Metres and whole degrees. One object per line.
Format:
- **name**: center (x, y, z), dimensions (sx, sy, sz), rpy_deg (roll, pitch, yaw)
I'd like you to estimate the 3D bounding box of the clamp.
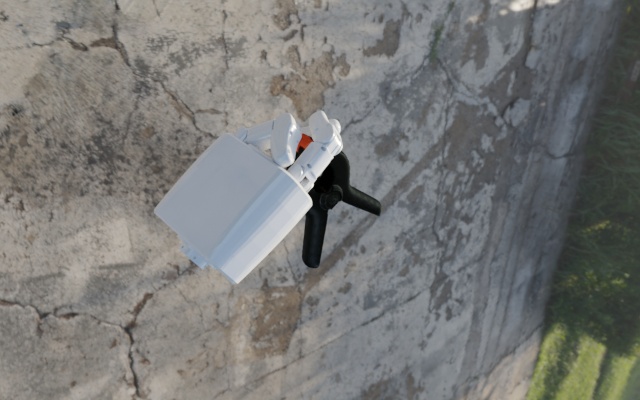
- **clamp**: center (0.000, 0.002, 0.540), dimensions (0.039, 0.120, 0.172), rpy_deg (28, -18, 45)
